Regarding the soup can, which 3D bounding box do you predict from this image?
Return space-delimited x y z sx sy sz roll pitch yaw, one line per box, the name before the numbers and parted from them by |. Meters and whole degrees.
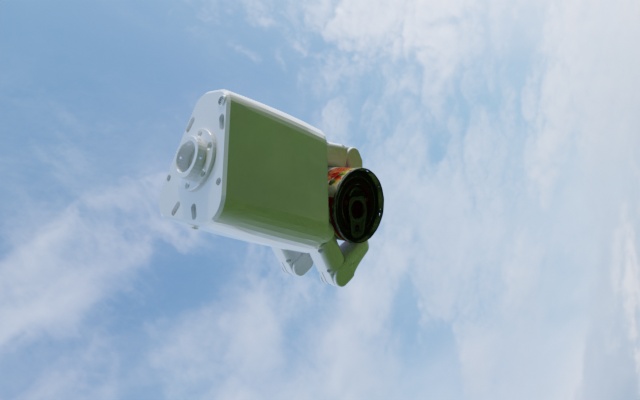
soup can | 0.000 0.001 0.459 0.102 0.068 0.068 5 4 44
